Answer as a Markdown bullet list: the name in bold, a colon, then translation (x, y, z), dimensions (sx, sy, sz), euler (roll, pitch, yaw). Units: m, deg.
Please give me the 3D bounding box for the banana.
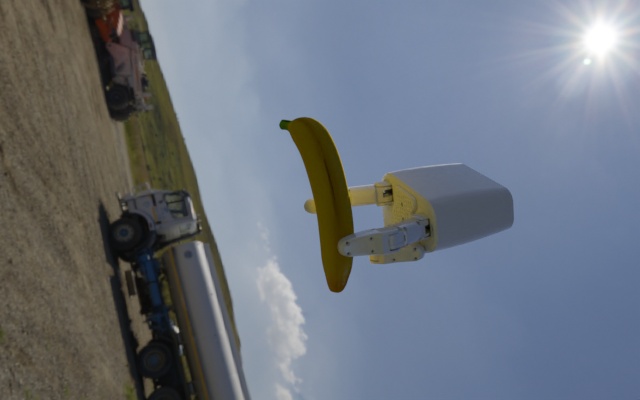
- **banana**: translation (0.004, -0.007, 0.485), dimensions (0.037, 0.197, 0.070), euler (-11, -13, -20)
